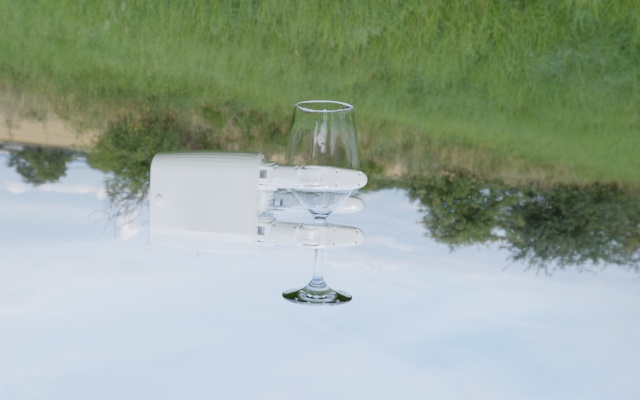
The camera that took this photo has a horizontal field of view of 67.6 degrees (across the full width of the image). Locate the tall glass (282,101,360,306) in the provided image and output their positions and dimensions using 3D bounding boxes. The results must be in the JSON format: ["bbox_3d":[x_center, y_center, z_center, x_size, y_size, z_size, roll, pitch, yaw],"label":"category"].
[{"bbox_3d":[0.000,0.002,0.497,0.079,0.201,0.079,3,2,0],"label":"tall glass"}]
